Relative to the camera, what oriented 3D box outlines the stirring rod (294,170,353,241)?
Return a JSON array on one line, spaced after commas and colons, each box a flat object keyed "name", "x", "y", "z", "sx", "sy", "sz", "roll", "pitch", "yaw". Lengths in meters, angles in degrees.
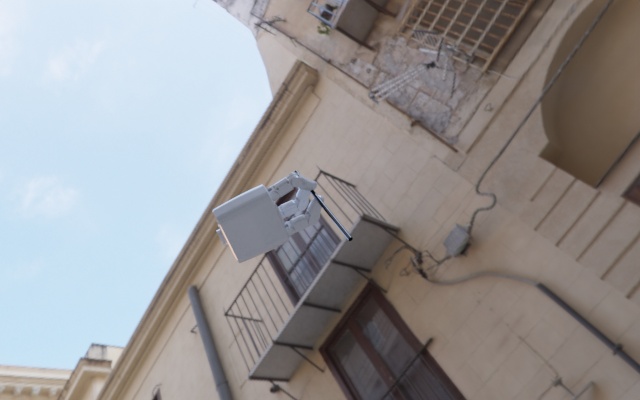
[{"name": "stirring rod", "x": 0.000, "y": 0.003, "z": 0.877, "sx": 0.011, "sy": 0.011, "sz": 0.239, "roll": 0, "pitch": 30, "yaw": -29}]
